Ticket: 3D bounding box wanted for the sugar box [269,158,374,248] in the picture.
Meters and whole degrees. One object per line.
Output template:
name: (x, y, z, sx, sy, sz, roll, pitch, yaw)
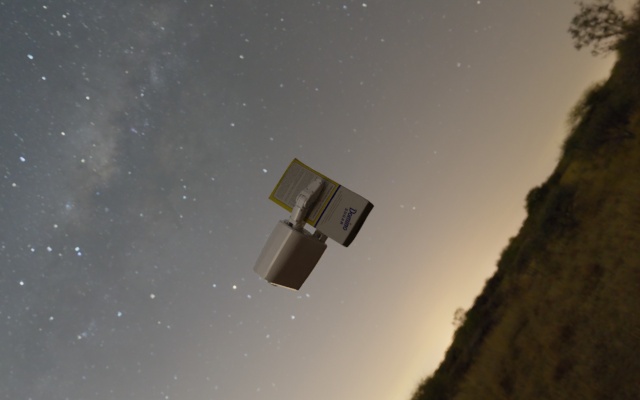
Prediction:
sugar box: (0.000, 0.003, 0.876, 0.176, 0.093, 0.048, 32, 0, 23)
